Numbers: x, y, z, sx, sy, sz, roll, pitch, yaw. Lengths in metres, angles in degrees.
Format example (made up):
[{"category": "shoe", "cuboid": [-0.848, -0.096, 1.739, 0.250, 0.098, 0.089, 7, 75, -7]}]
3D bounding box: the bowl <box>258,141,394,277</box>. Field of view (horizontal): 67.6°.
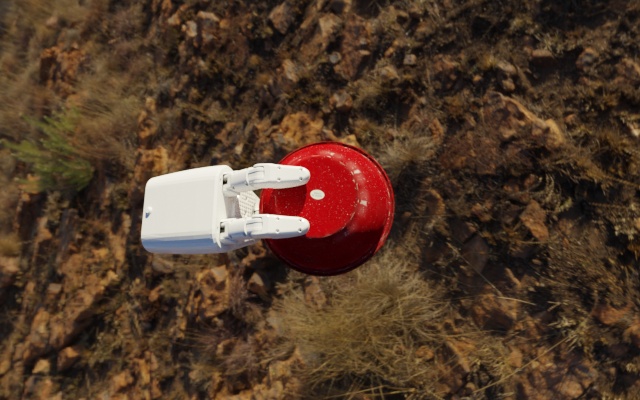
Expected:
[{"category": "bowl", "cuboid": [0.001, 0.001, 0.531, 0.162, 0.162, 0.055, 0, -13, 11]}]
